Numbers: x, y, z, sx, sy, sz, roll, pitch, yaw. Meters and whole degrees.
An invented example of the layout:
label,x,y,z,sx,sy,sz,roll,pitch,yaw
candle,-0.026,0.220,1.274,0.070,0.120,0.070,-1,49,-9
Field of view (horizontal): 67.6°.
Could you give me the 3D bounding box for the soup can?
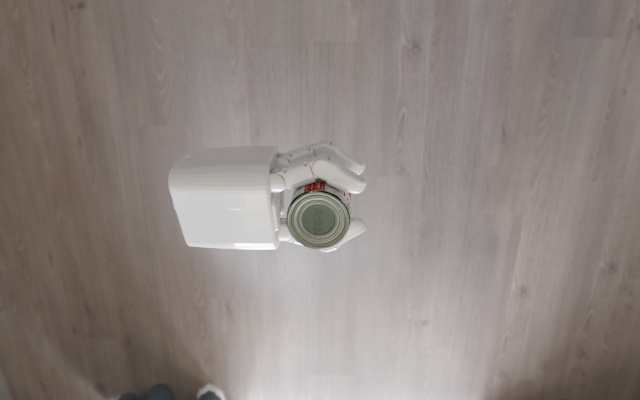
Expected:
label,x,y,z,sx,sy,sz,roll,pitch,yaw
soup can,0.001,0.002,0.532,0.068,0.068,0.102,0,22,3
